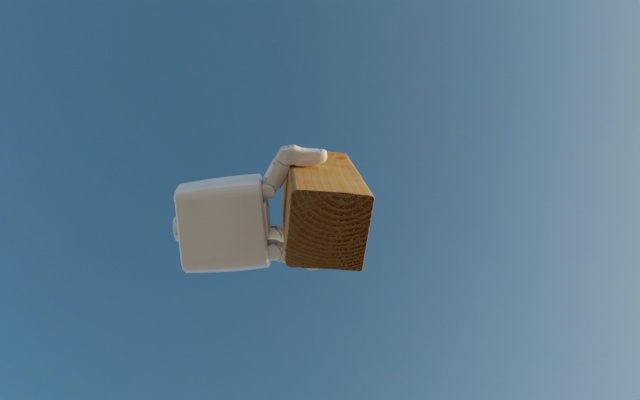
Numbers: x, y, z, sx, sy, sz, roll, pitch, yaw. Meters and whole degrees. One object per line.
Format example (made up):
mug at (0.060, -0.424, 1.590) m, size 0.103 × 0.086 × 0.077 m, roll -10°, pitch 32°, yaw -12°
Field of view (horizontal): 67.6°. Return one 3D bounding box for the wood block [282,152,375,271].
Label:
wood block at (0.000, 0.002, 0.607) m, size 0.090 × 0.091 × 0.206 m, roll 4°, pitch 18°, yaw -7°
